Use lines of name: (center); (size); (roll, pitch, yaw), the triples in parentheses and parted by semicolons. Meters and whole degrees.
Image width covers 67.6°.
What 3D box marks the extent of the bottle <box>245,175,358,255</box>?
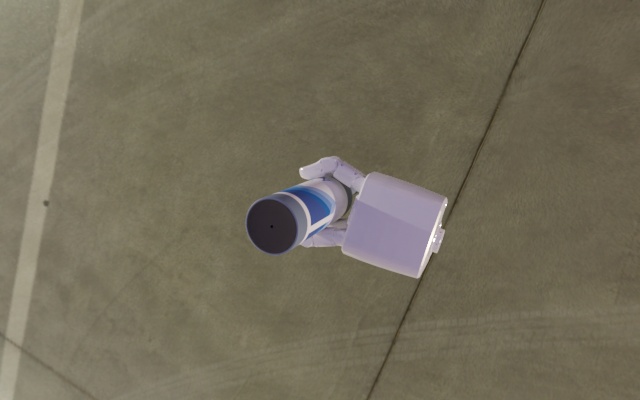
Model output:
bottle: (0.000, 0.002, 0.659); (0.069, 0.069, 0.295); (0, 10, 22)
